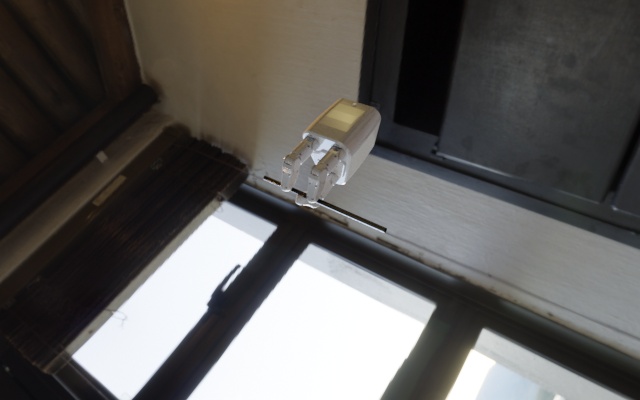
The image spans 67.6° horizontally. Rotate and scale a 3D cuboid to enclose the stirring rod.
[{"bbox_3d":[0.000,0.003,0.764,0.239,0.011,0.011,24,12,29],"label":"stirring rod"}]
